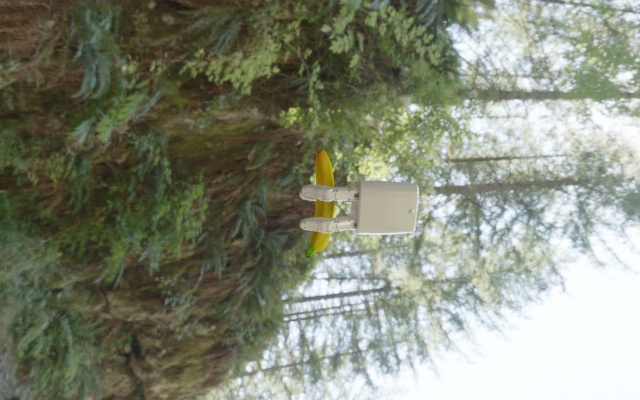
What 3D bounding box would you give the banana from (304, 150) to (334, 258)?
[{"bbox_3d":[0.004,0.008,0.887,0.037,0.198,0.069,4,-5,15],"label":"banana"}]
